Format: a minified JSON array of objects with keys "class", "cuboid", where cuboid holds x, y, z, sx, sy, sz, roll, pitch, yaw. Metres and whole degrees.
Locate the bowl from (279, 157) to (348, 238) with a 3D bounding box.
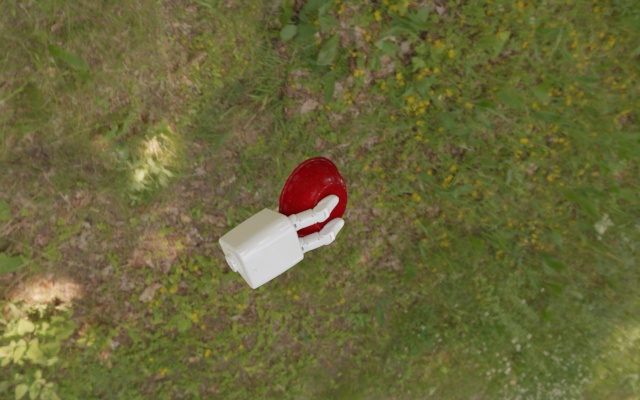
[{"class":"bowl","cuboid":[0.001,0.002,0.889,0.055,0.162,0.162,23,15,40]}]
